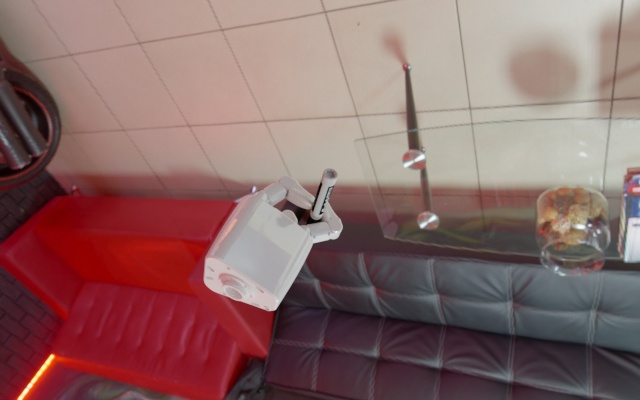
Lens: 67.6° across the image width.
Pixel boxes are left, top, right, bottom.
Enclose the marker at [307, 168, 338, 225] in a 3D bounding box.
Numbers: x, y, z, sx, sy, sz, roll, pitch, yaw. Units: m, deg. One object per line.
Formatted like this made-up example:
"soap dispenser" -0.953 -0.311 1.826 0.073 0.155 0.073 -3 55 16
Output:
"marker" 0.000 0.002 0.642 0.020 0.020 0.121 0 -36 -15
